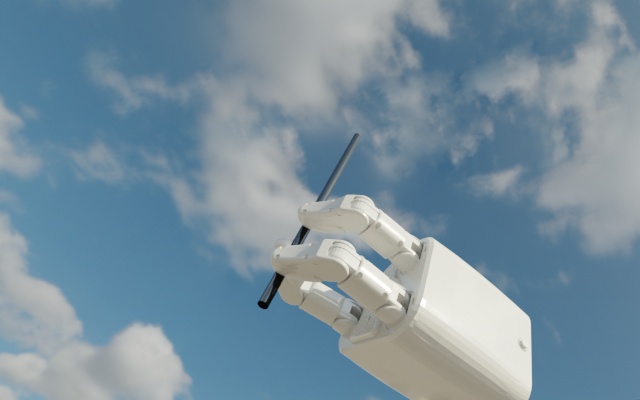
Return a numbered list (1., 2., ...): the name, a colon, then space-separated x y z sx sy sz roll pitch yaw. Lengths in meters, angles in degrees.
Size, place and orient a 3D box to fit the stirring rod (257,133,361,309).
1. stirring rod: 0.000 0.001 0.408 0.011 0.011 0.239 0 35 23
